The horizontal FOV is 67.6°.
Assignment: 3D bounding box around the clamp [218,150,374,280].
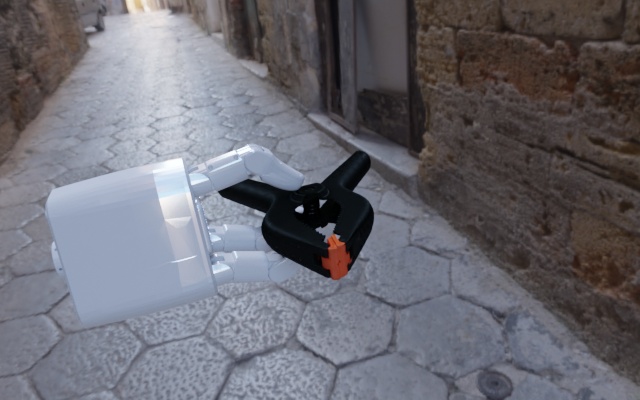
[{"bbox_3d":[0.000,0.001,0.432,0.164,0.036,0.210,-15,25,-14],"label":"clamp"}]
